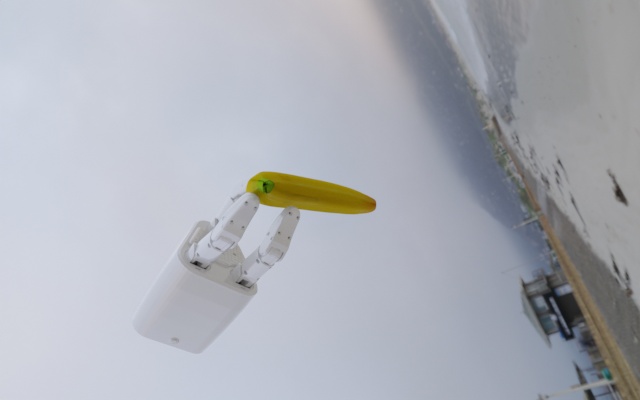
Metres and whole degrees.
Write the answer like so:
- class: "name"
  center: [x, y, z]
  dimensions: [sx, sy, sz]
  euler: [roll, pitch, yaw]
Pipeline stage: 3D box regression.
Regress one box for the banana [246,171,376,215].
- class: "banana"
  center: [-0.016, -0.005, 0.524]
  dimensions: [0.069, 0.037, 0.198]
  euler: [24, 11, 37]
